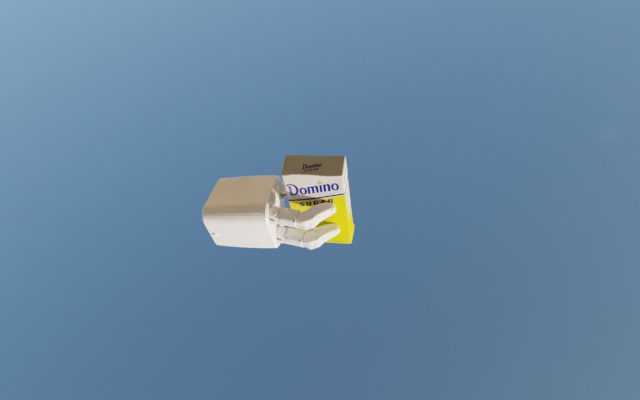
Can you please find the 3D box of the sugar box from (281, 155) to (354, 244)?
[{"bbox_3d":[0.000,0.003,0.756,0.093,0.048,0.176,1,-35,11],"label":"sugar box"}]
